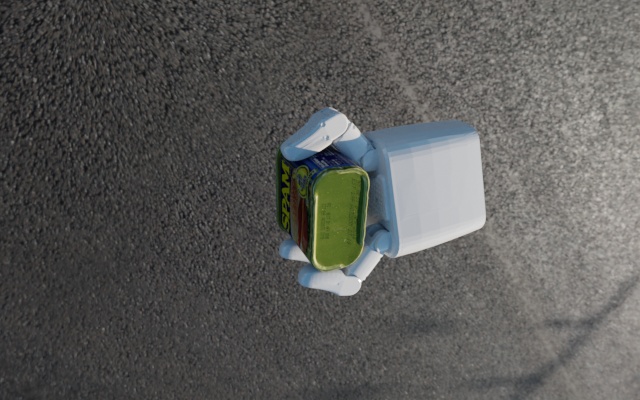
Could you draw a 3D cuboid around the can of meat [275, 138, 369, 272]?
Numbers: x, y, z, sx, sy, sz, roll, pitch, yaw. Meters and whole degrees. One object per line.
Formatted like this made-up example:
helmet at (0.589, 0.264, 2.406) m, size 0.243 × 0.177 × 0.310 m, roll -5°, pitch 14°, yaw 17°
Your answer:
can of meat at (0.000, 0.001, 0.432) m, size 0.057 × 0.102 × 0.084 m, roll -9°, pitch 28°, yaw -22°
